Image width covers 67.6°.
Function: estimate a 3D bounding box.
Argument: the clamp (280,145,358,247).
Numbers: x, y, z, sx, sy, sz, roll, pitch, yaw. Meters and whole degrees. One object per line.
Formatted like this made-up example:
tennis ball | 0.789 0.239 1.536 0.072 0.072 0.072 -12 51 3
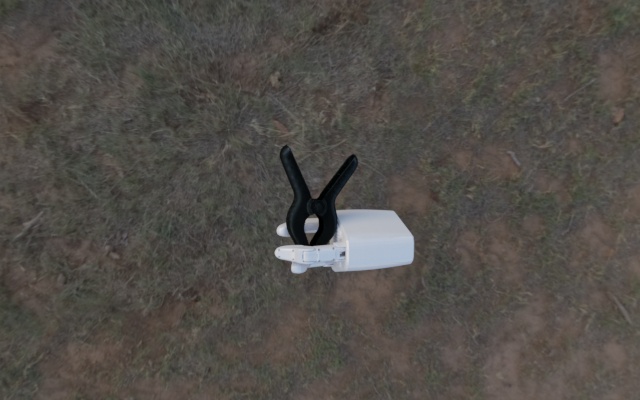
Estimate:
clamp | 0.000 0.003 0.711 0.120 0.171 0.039 -3 9 -13
